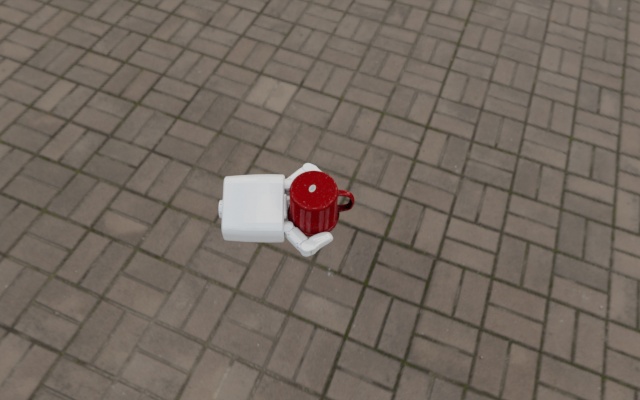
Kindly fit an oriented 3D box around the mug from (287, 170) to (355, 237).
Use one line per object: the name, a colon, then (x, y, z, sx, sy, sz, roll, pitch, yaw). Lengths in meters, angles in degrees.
mug: (0.002, 0.003, 0.817, 0.117, 0.093, 0.082, -1, -32, -2)
